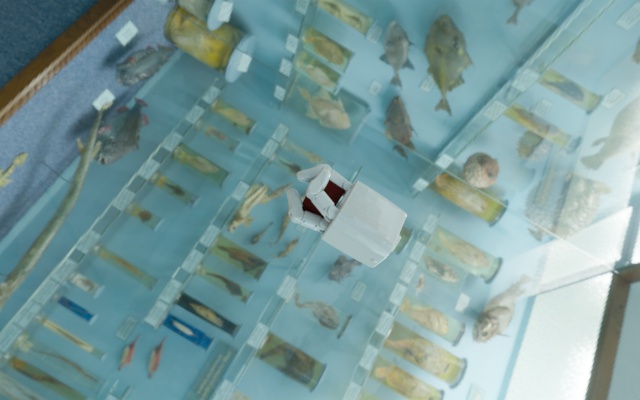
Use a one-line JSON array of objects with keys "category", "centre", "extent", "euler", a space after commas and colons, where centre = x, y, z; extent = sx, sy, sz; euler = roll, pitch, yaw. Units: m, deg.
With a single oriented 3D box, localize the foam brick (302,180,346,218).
[{"category": "foam brick", "centre": [0.000, 0.003, 0.833], "extent": [0.051, 0.053, 0.078], "euler": [33, -27, 1]}]
